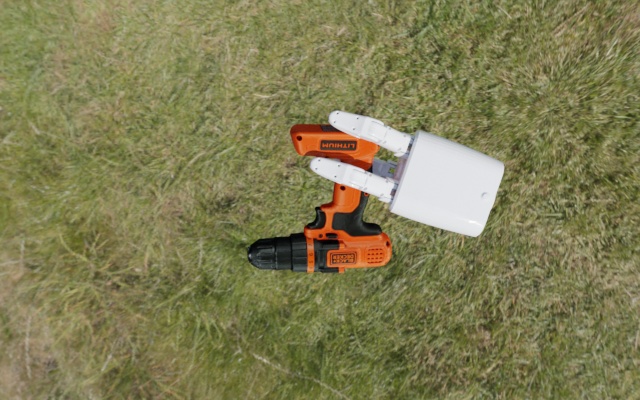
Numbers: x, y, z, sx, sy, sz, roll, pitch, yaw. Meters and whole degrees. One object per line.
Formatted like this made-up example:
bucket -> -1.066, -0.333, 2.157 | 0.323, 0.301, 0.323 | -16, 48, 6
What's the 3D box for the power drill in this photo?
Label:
power drill -> 0.000, 0.002, 0.589 | 0.184, 0.188, 0.057 | -2, 22, -9
